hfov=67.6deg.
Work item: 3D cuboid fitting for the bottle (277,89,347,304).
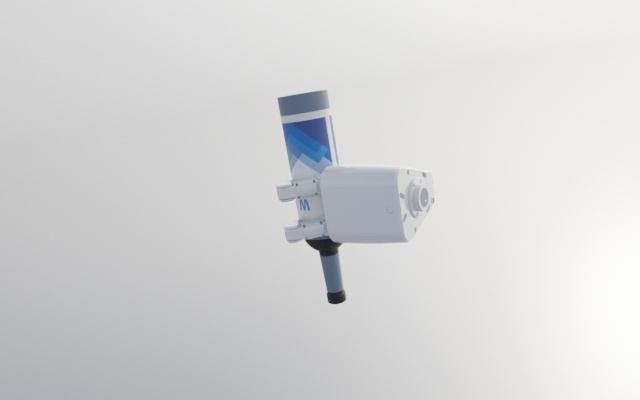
[{"bbox_3d":[0.000,0.002,0.654,0.069,0.296,0.069,-9,13,2],"label":"bottle"}]
